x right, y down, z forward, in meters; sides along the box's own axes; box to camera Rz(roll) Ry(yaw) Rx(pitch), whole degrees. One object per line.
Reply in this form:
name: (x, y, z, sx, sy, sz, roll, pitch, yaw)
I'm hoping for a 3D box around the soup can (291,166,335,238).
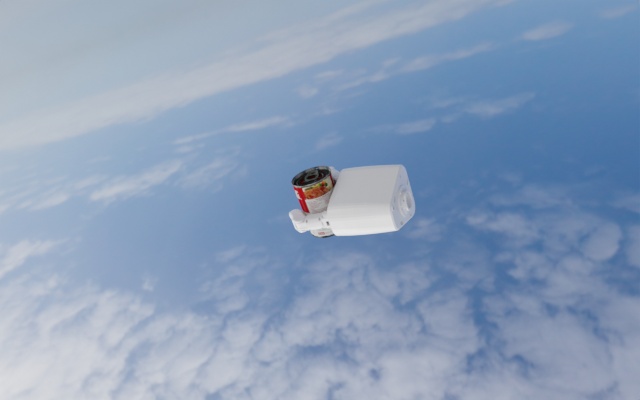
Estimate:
soup can: (0.000, 0.003, 0.797, 0.068, 0.102, 0.068, -16, 25, 8)
